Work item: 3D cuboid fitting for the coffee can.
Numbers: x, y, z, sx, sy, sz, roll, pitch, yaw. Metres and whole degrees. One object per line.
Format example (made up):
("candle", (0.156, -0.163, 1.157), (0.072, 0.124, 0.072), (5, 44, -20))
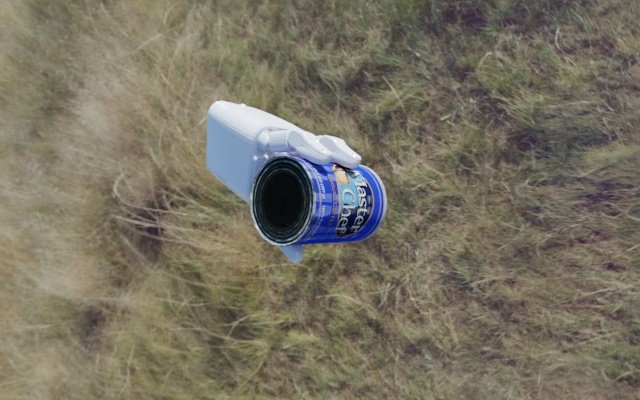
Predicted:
("coffee can", (0.000, 0.002, 0.581), (0.103, 0.103, 0.140), (0, -1, 40))
